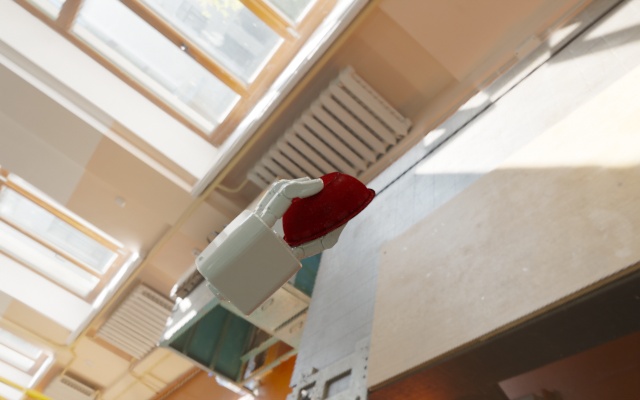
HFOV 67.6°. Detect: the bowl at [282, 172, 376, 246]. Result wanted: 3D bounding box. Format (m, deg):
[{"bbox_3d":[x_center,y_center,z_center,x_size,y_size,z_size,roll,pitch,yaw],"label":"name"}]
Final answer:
[{"bbox_3d":[0.001,0.001,0.723,0.162,0.055,0.162,-28,12,6],"label":"bowl"}]
